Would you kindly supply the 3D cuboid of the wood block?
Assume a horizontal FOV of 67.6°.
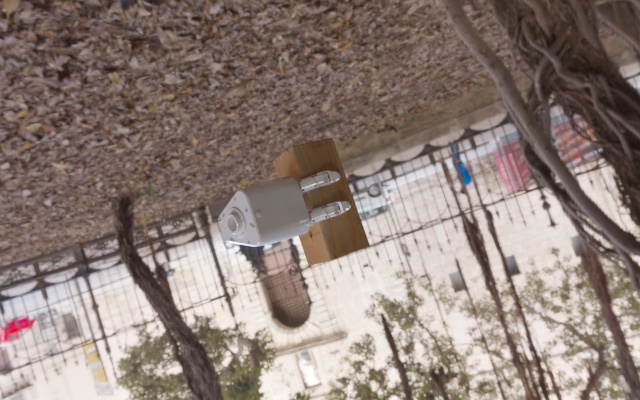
[{"bbox_3d":[0.000,0.003,0.866,0.090,0.206,0.091,-17,-4,-31],"label":"wood block"}]
